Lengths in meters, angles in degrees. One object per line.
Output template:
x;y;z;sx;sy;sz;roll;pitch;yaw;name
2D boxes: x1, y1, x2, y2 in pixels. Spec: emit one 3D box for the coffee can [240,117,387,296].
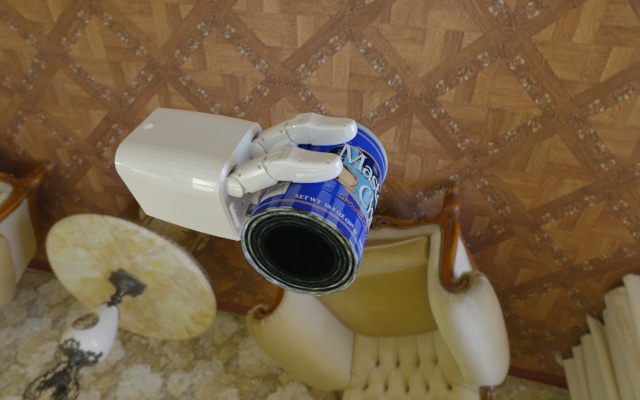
0.000;0.001;0.446;0.103;0.103;0.140;0;39;20;coffee can
